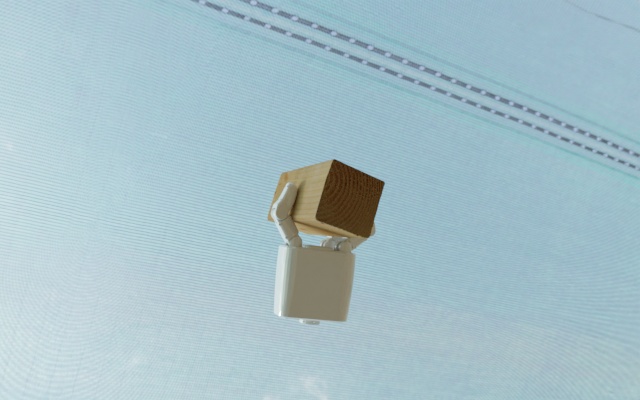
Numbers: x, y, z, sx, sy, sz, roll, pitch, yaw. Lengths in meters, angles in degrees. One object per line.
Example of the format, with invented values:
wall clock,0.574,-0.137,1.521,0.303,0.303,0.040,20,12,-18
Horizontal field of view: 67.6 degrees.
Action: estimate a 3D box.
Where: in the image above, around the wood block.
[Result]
wood block,0.000,0.003,0.751,0.091,0.090,0.206,21,-11,-23
